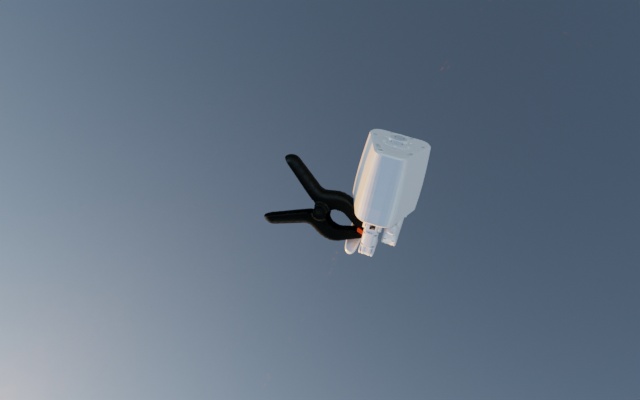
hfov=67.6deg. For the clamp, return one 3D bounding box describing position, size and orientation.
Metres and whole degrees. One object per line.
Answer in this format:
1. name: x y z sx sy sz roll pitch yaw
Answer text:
1. clamp: 0.000 0.003 0.735 0.171 0.120 0.039 17 27 10
